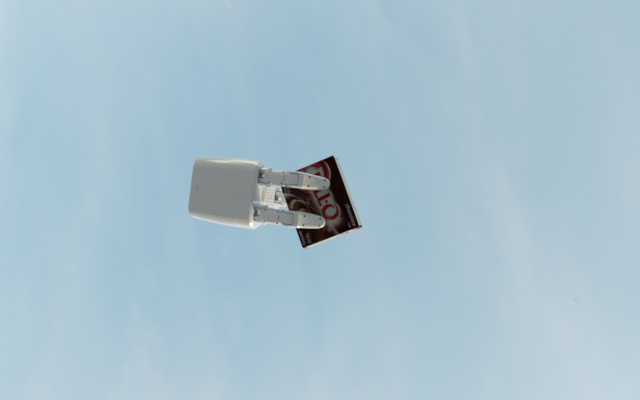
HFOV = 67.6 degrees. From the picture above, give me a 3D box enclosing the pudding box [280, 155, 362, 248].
[{"bbox_3d":[0.000,0.002,0.697,0.090,0.113,0.039,-22,-6,13],"label":"pudding box"}]
